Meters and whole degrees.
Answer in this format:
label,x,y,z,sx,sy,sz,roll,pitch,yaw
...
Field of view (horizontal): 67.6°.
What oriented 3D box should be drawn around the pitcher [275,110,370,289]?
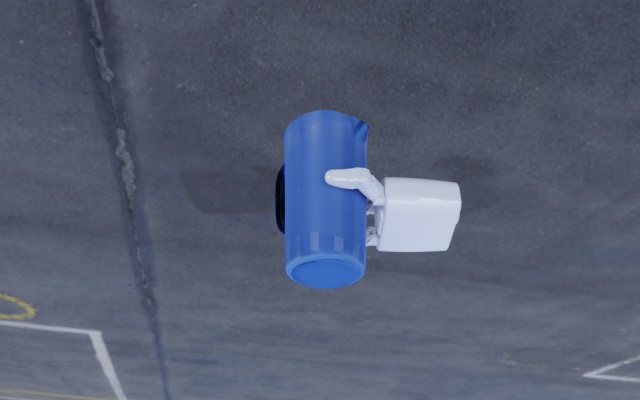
label,x,y,z,sx,sy,sz,roll,pitch,yaw
pitcher,0.000,0.002,0.704,0.145,0.242,0.149,2,-33,-2
